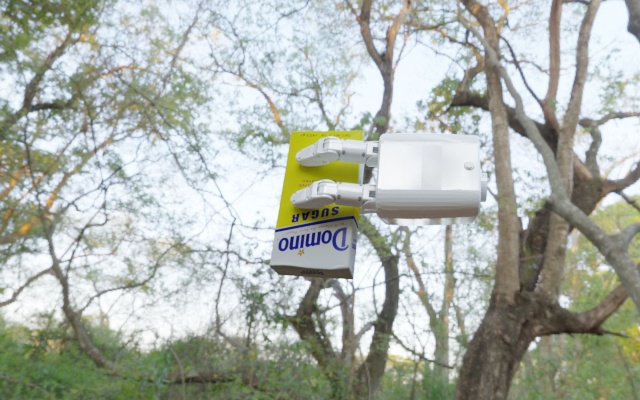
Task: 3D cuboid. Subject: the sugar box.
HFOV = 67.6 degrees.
[{"bbox_3d":[0.000,0.002,0.568,0.093,0.176,0.048,1,-26,13],"label":"sugar box"}]
